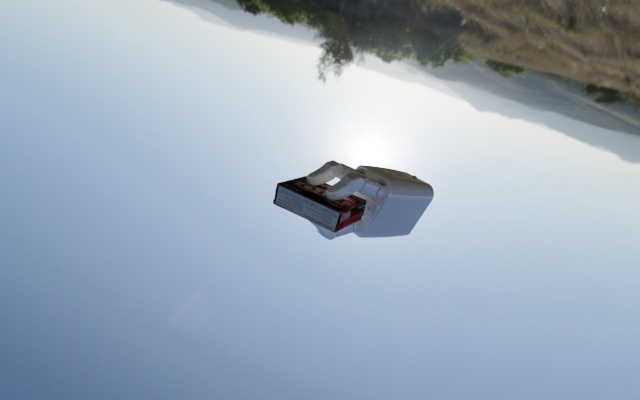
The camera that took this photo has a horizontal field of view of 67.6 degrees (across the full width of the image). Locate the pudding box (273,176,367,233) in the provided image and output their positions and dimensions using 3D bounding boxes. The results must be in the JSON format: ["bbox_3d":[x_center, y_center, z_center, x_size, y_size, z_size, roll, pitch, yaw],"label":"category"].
[{"bbox_3d":[0.000,0.002,0.716,0.113,0.039,0.090,22,19,23],"label":"pudding box"}]
